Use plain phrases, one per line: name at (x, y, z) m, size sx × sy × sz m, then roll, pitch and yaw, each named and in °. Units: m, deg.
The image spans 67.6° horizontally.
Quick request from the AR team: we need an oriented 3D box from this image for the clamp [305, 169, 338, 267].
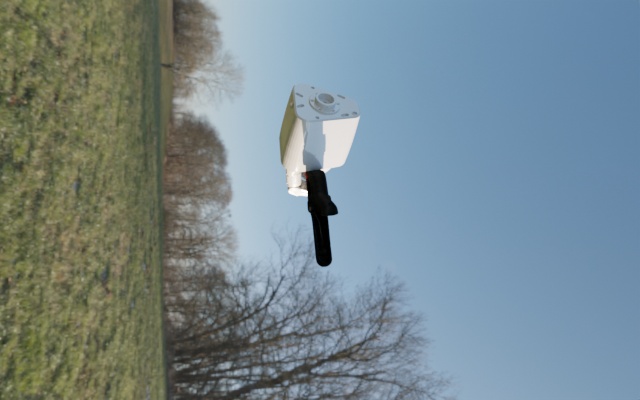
clamp at (0.001, 0.002, 0.739) m, size 0.039 × 0.171 × 0.120 m, roll 0°, pitch -40°, yaw -15°
